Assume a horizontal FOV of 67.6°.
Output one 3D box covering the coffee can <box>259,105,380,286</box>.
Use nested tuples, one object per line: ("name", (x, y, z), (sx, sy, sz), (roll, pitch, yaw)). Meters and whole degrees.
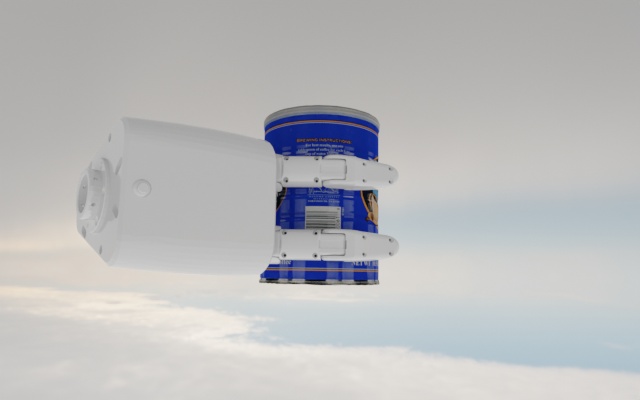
("coffee can", (0.000, 0.001, 0.415), (0.103, 0.140, 0.103), (1, -8, 0))
